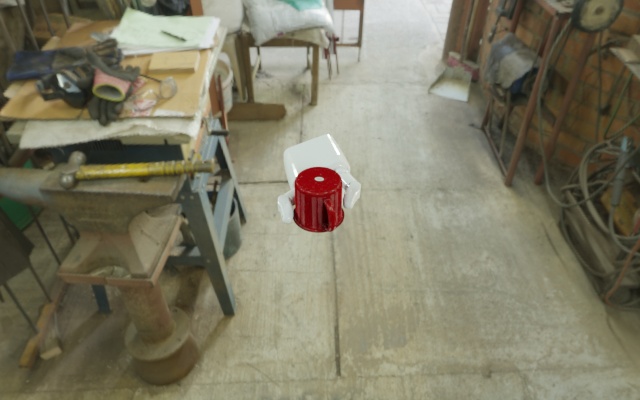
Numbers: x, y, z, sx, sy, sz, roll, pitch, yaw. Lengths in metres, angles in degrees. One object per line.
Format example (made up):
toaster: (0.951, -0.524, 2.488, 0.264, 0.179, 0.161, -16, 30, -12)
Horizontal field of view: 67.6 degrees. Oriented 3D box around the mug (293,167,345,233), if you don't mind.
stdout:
mug: (0.000, 0.003, 0.816, 0.093, 0.082, 0.117, -11, 41, -13)
